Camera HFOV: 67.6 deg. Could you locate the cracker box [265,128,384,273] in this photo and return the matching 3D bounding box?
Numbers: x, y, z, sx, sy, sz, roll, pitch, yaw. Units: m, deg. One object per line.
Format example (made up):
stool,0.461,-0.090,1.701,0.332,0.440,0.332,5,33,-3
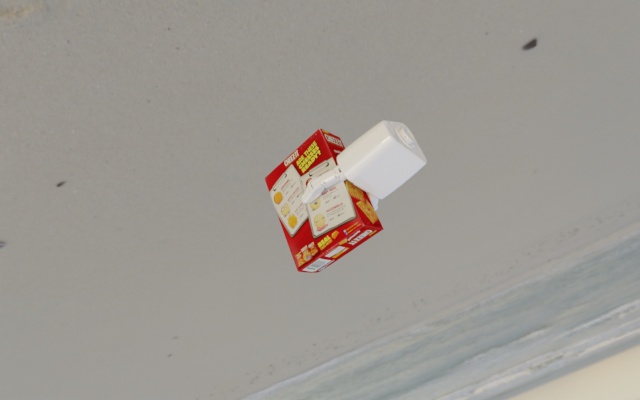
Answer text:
cracker box,0.000,0.003,0.885,0.164,0.213,0.072,-39,-32,28
